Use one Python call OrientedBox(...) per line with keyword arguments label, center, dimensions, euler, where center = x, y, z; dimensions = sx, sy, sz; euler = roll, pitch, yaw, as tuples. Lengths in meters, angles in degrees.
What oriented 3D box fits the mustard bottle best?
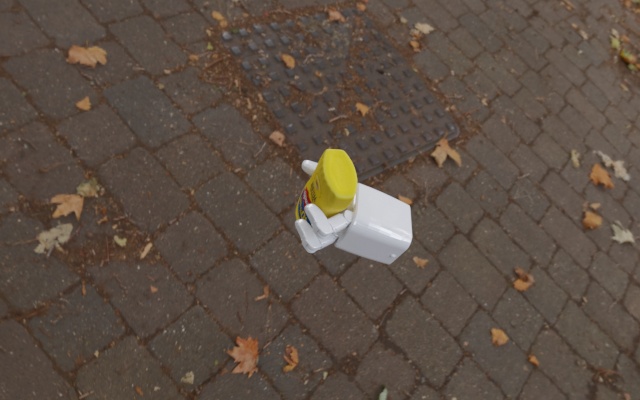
OrientedBox(label="mustard bottle", center=(0.000, 0.002, 0.819), dimensions=(0.058, 0.096, 0.192), euler=(0, -30, -23))
